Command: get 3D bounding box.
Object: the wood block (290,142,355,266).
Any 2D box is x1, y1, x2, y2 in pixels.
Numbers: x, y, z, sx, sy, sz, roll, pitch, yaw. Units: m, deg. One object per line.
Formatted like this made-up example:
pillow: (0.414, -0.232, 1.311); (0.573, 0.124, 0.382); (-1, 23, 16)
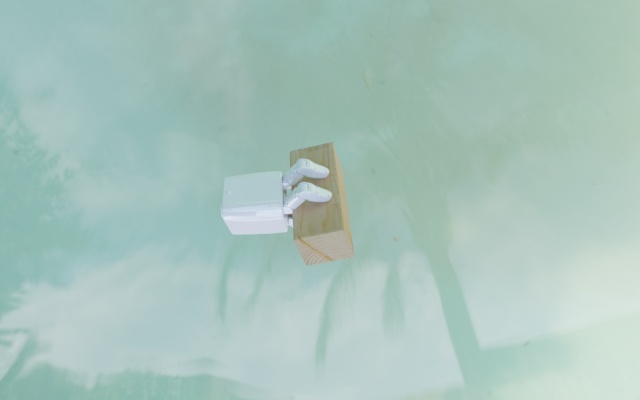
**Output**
wood block: (0.000, 0.003, 0.877); (0.090, 0.206, 0.091); (-12, -39, 8)
